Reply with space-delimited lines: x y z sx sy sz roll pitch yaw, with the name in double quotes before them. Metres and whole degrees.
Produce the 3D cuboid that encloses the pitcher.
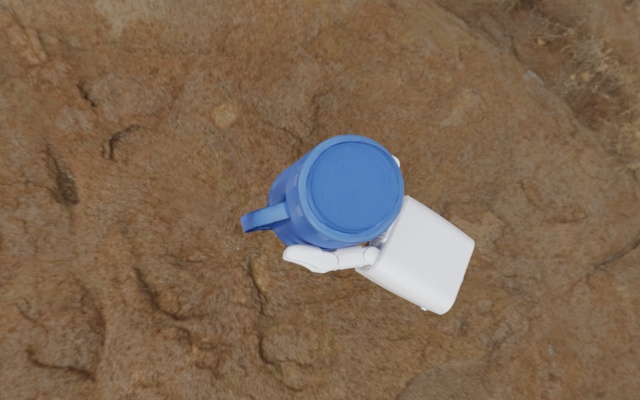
"pitcher" 0.000 0.002 0.572 0.145 0.149 0.243 31 -10 -6
